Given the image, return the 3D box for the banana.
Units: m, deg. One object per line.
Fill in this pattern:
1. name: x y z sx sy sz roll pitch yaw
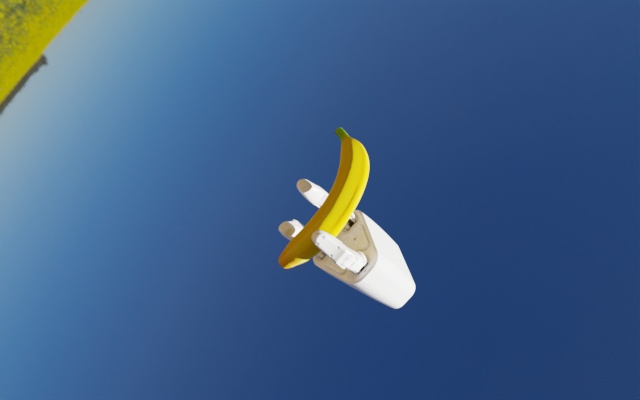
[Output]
1. banana: 0.014 0.001 0.595 0.069 0.197 0.037 11 -19 46
